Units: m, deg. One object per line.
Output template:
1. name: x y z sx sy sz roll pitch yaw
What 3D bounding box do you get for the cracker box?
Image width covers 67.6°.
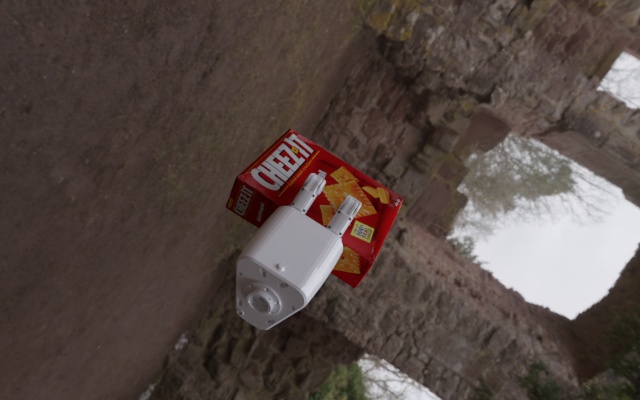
1. cracker box: 0.000 0.002 0.694 0.213 0.072 0.164 33 40 4
